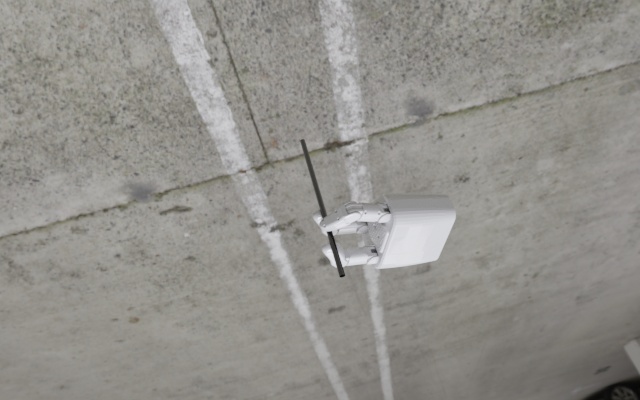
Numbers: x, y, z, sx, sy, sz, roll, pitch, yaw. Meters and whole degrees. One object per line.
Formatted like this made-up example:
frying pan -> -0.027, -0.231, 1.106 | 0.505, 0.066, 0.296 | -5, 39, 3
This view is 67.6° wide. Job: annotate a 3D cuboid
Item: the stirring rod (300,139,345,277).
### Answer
stirring rod -> 0.000, 0.002, 0.691 | 0.011, 0.239, 0.011 | -12, -33, -8
